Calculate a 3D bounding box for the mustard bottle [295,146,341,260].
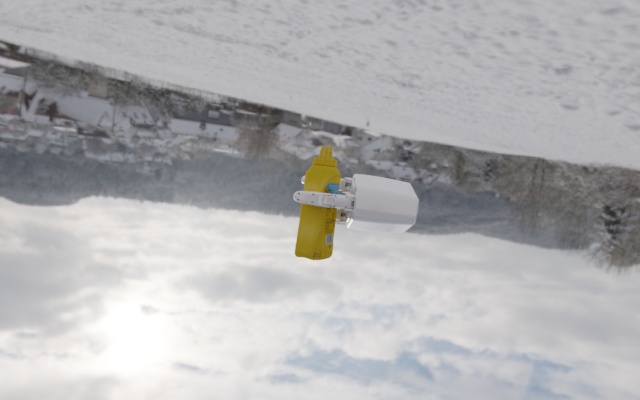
[{"bbox_3d":[0.000,0.003,0.823,0.058,0.191,0.096,9,3,23],"label":"mustard bottle"}]
